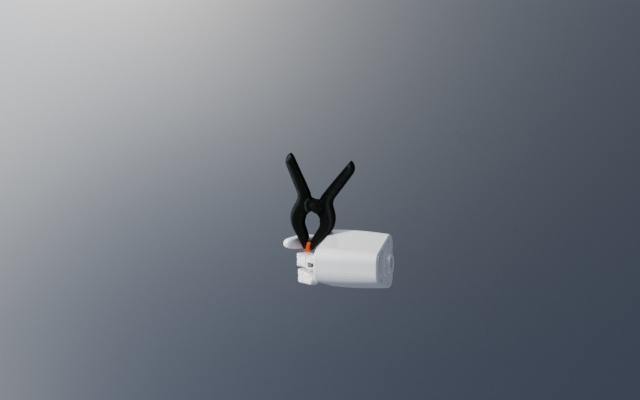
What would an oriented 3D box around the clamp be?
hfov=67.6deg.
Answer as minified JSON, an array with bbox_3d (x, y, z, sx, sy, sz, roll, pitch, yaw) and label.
[{"bbox_3d":[0.000,0.003,0.820,0.120,0.171,0.039,0,7,18],"label":"clamp"}]
